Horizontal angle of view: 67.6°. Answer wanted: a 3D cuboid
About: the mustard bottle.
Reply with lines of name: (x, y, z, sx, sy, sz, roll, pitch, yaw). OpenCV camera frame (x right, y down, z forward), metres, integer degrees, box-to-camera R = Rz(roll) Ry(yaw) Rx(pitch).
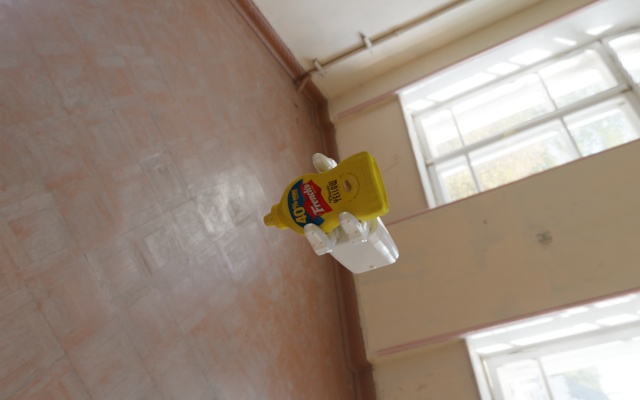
mustard bottle: (0.000, 0.002, 0.716, 0.191, 0.096, 0.058, -20, -18, 19)
